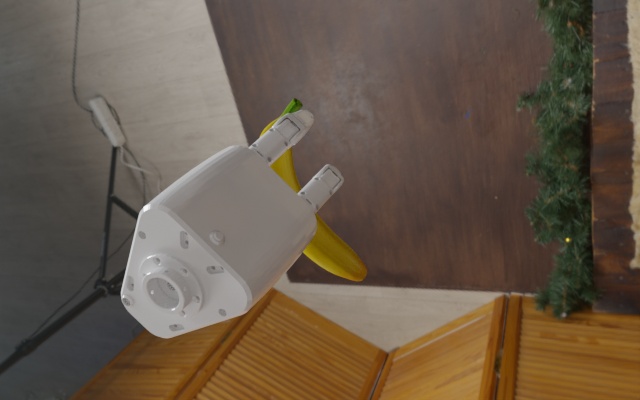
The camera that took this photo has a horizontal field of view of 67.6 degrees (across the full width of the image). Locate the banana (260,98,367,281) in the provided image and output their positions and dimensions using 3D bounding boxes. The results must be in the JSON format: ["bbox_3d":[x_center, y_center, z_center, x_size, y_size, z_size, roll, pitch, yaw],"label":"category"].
[{"bbox_3d":[-0.017,0.003,0.481,0.069,0.198,0.037,-15,17,25],"label":"banana"}]
